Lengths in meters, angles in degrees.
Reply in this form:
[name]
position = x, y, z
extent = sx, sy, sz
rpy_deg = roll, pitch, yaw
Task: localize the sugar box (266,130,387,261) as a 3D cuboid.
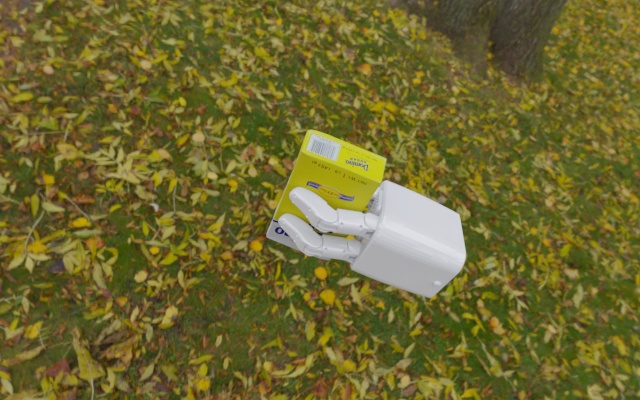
[sugar box]
position = 0.000, 0.002, 0.570
extent = 0.093, 0.048, 0.176
rpy_deg = 22, -42, -4
